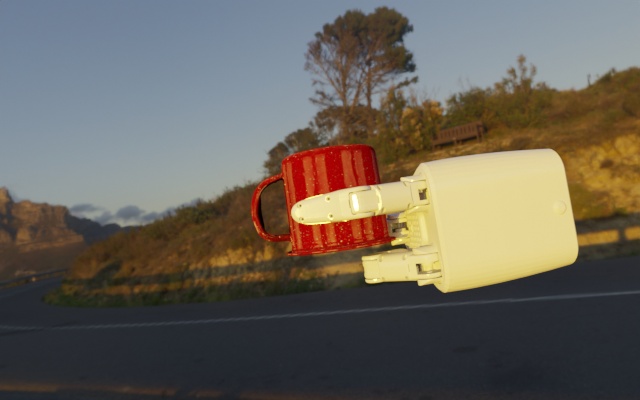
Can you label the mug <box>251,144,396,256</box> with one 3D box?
[{"bbox_3d":[-0.001,0.001,0.404,0.117,0.081,0.093,-8,-3,-5],"label":"mug"}]
